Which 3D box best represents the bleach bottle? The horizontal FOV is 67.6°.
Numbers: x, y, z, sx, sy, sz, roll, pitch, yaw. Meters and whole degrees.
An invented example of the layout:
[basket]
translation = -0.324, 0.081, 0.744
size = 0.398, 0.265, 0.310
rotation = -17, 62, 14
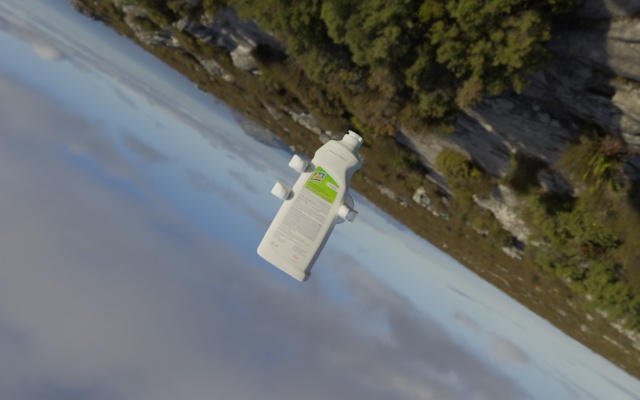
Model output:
[bleach bottle]
translation = 0.000, 0.003, 0.793
size = 0.102, 0.251, 0.068
rotation = 32, 1, 0
